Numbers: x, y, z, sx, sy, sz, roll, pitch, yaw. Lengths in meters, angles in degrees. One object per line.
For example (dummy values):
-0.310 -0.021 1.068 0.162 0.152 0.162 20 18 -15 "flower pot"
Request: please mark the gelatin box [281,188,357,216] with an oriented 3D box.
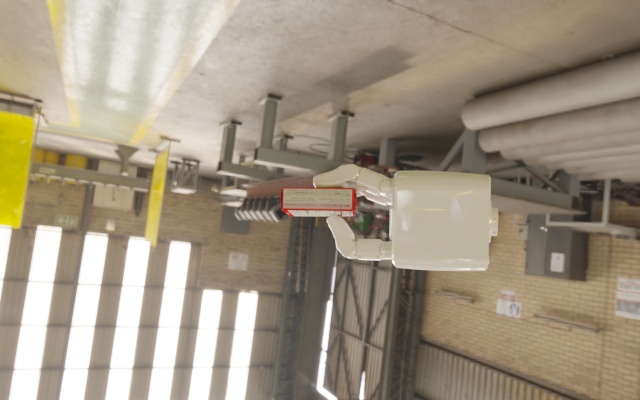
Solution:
0.000 0.002 0.586 0.089 0.030 0.073 0 -7 4 "gelatin box"
